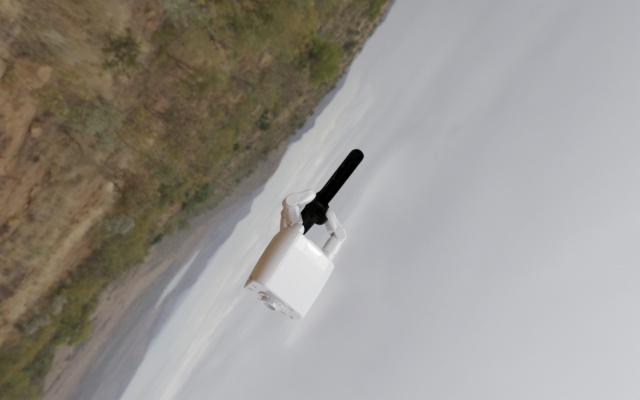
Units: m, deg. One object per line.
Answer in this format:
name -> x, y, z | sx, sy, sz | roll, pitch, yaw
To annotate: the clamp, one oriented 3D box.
clamp -> 0.000, 0.004, 0.839 | 0.036, 0.164, 0.210 | 37, -28, -6
